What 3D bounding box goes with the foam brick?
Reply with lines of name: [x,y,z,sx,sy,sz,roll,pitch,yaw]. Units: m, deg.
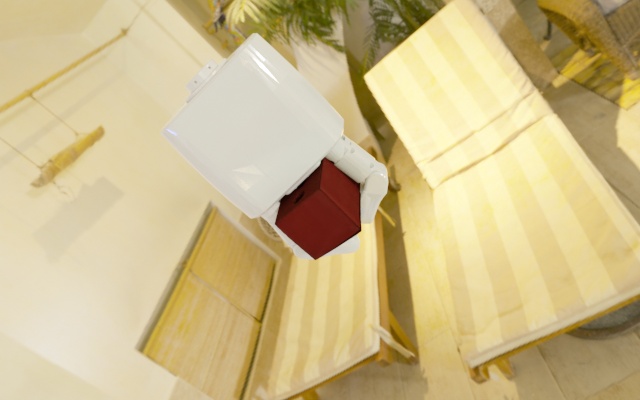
foam brick: [0.000,0.002,0.413,0.053,0.051,0.078,-36,23,24]
